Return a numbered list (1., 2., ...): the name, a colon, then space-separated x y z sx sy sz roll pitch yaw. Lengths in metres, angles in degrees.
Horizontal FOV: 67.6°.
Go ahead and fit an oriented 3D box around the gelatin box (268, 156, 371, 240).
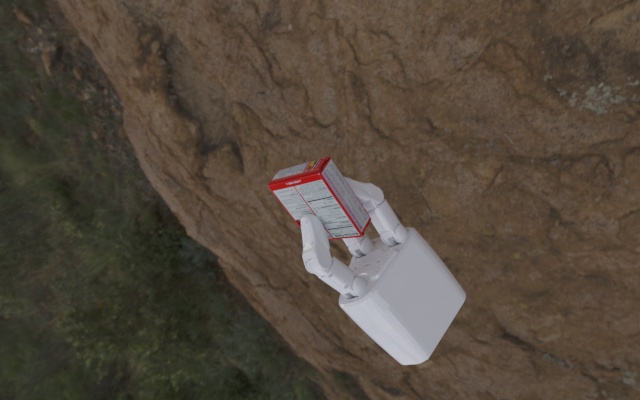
1. gelatin box: 0.000 0.002 0.496 0.073 0.089 0.030 -11 36 41
